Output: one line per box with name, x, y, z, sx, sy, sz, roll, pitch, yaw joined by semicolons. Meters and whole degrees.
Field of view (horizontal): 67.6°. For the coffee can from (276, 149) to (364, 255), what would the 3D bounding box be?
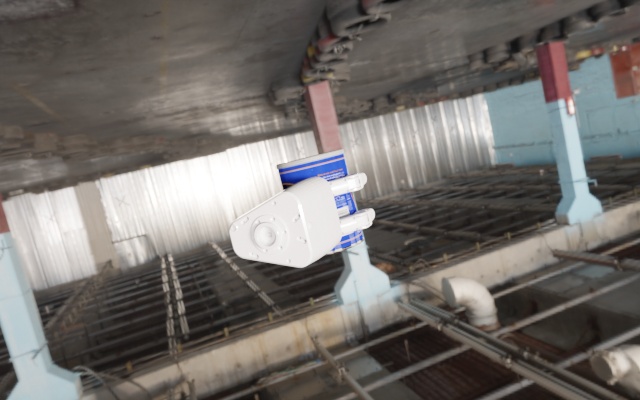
coffee can;0.000;0.002;0.716;0.103;0.140;0.103;-14;6;1
